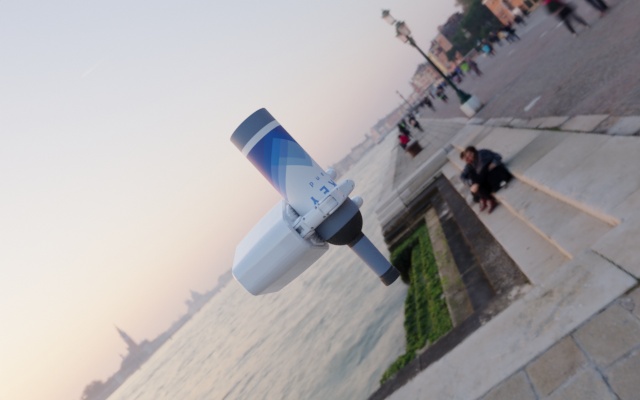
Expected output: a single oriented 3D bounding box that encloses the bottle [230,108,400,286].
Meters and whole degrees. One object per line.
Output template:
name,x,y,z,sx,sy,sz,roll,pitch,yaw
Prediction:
bottle,0.000,0.002,0.659,0.069,0.296,0.069,-43,0,0
